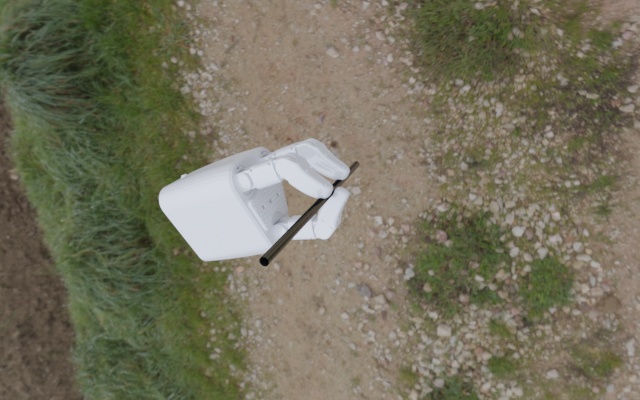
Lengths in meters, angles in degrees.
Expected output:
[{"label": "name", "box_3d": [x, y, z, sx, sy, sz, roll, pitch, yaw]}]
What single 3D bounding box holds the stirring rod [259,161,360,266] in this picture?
[{"label": "stirring rod", "box_3d": [0.000, 0.002, 0.459, 0.011, 0.011, 0.239, 0, 22, 22]}]
